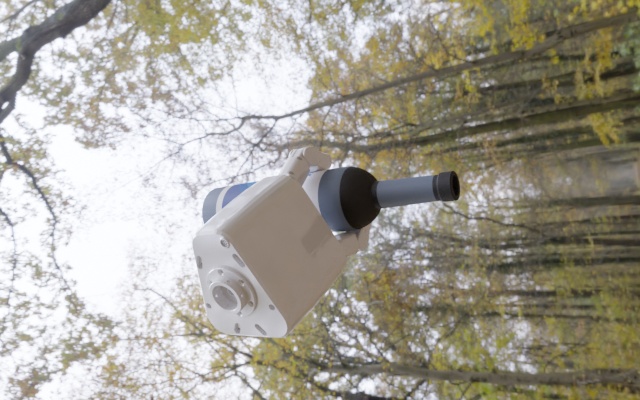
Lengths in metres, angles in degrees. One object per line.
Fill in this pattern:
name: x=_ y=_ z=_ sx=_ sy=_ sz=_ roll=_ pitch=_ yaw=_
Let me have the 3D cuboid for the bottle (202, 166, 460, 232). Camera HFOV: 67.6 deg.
bottle: x=0.000 y=0.002 z=0.513 sx=0.296 sy=0.069 sz=0.069 roll=-7 pitch=-4 yaw=33
